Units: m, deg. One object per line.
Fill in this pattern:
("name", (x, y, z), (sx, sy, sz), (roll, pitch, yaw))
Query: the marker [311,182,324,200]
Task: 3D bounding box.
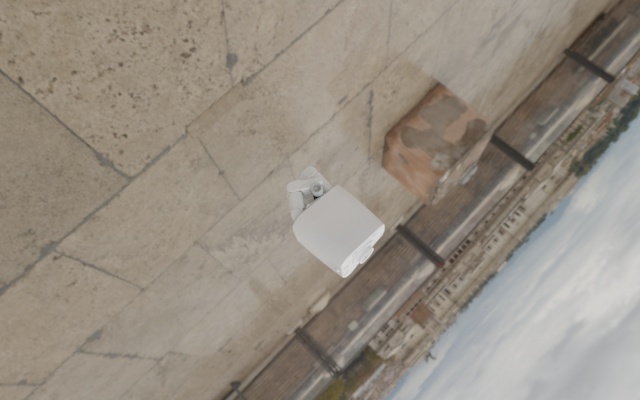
("marker", (0.000, 0.003, 0.812), (0.020, 0.020, 0.121), (0, -22, 6))
